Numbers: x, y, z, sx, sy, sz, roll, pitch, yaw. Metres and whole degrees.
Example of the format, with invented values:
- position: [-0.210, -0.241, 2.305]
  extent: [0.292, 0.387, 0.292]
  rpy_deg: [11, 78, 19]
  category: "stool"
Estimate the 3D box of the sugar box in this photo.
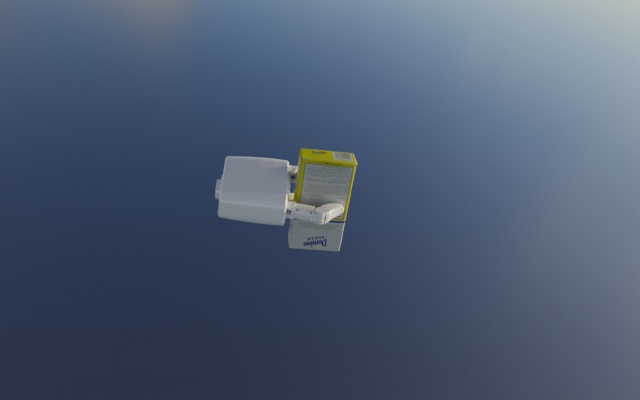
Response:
- position: [0.000, 0.002, 0.814]
  extent: [0.093, 0.176, 0.048]
  rpy_deg: [5, 32, -9]
  category: "sugar box"
